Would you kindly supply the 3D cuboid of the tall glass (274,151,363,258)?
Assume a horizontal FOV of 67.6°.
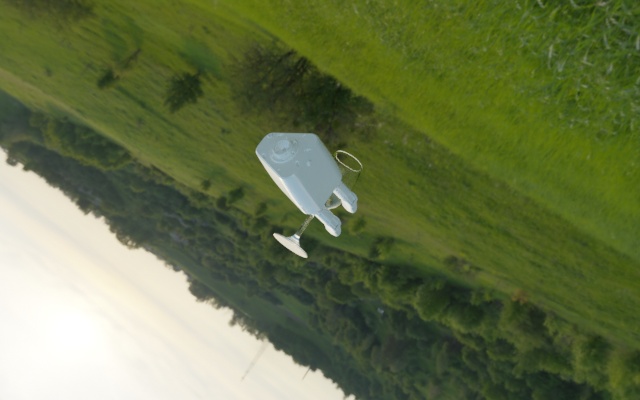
[{"bbox_3d":[0.000,0.004,0.888,0.079,0.201,0.079,32,-16,10],"label":"tall glass"}]
